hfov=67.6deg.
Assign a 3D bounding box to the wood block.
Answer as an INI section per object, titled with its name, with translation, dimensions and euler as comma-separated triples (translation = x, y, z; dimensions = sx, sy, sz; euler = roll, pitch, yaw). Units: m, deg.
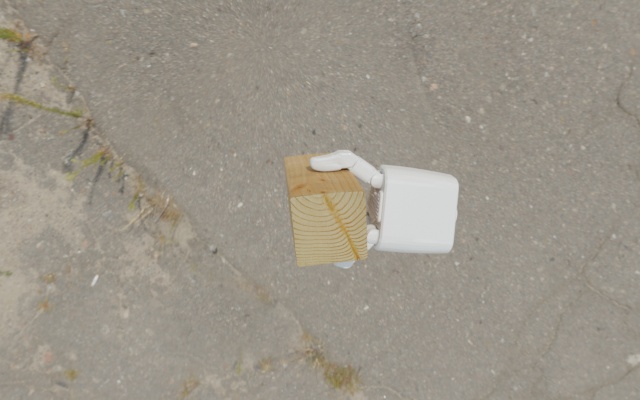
[wood block]
translation = 0.000, 0.002, 0.659
dimensions = 0.090, 0.091, 0.206
euler = -5, 18, -5
